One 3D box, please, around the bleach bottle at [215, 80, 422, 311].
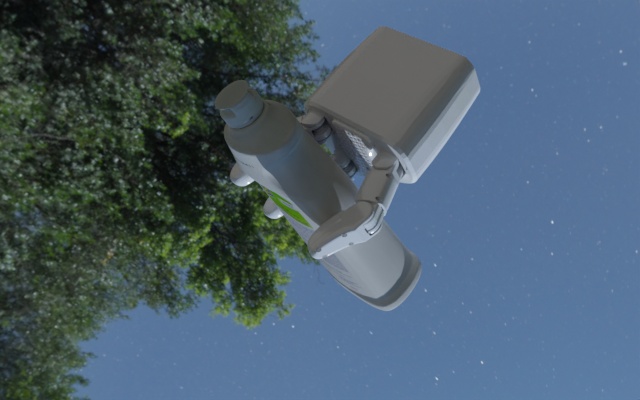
[{"bbox_3d":[0.000,0.001,0.409,0.102,0.068,0.251,25,-19,43],"label":"bleach bottle"}]
